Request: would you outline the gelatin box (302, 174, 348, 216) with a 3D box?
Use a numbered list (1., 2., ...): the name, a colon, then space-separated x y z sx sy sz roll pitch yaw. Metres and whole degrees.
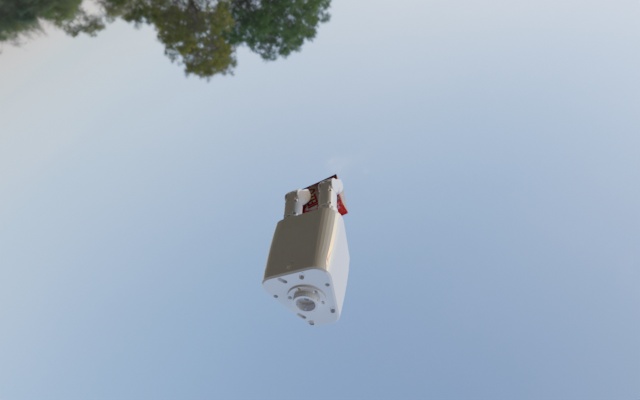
1. gelatin box: 0.000 0.003 0.733 0.073 0.030 0.089 -24 28 10
